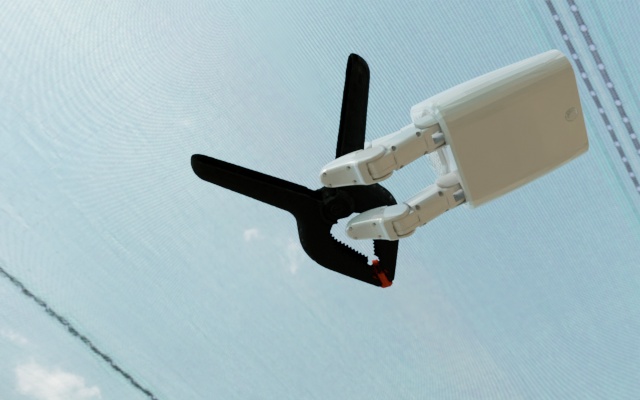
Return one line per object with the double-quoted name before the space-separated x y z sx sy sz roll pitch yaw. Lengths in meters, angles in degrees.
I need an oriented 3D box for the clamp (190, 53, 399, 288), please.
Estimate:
"clamp" 0.000 0.001 0.422 0.164 0.210 0.036 -24 25 5
